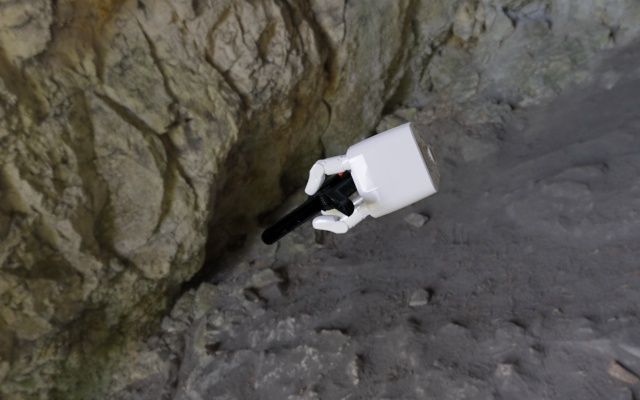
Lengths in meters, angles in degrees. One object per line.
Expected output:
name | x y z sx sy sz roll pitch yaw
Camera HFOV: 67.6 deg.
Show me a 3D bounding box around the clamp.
clamp | 0.000 0.002 0.775 0.164 0.036 0.210 -22 14 23
